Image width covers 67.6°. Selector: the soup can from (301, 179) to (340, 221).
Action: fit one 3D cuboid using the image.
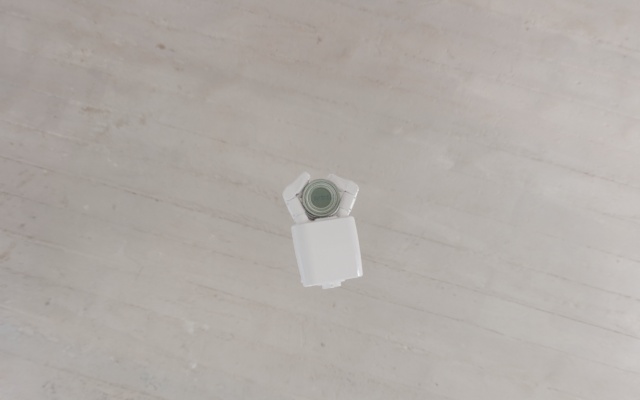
[{"bbox_3d":[0.000,0.002,0.855,0.068,0.068,0.102,0,-8,-1],"label":"soup can"}]
